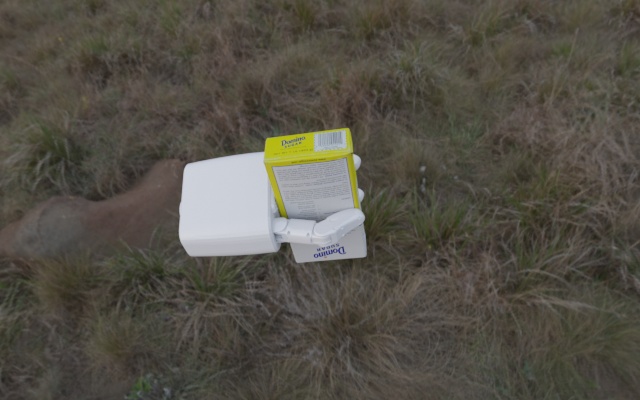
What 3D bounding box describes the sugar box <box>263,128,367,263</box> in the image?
[{"bbox_3d":[0.000,0.001,0.555,0.093,0.048,0.176,-5,-42,6],"label":"sugar box"}]
